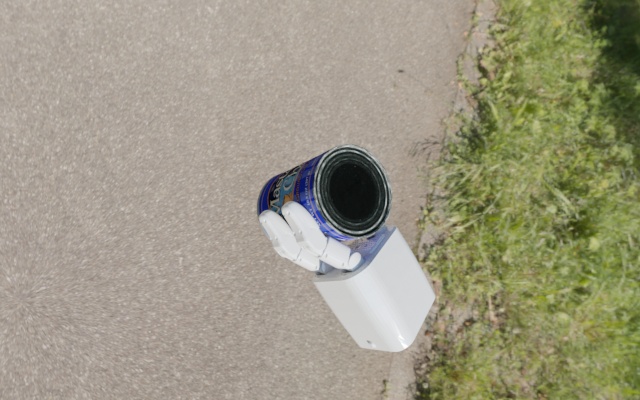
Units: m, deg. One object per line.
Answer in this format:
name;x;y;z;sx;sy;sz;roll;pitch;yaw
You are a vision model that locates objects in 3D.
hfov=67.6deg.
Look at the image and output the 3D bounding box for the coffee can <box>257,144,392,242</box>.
coffee can;0.000;0.002;0.562;0.103;0.103;0.140;0;-10;-32
